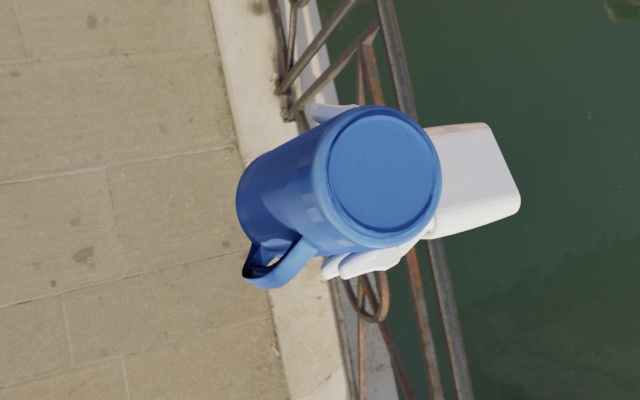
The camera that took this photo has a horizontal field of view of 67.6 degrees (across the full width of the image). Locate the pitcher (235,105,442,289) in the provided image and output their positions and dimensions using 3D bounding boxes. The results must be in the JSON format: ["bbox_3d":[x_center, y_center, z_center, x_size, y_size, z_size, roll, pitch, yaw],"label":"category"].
[{"bbox_3d":[0.000,0.001,0.453,0.145,0.149,0.243,-10,-2,-20],"label":"pitcher"}]
